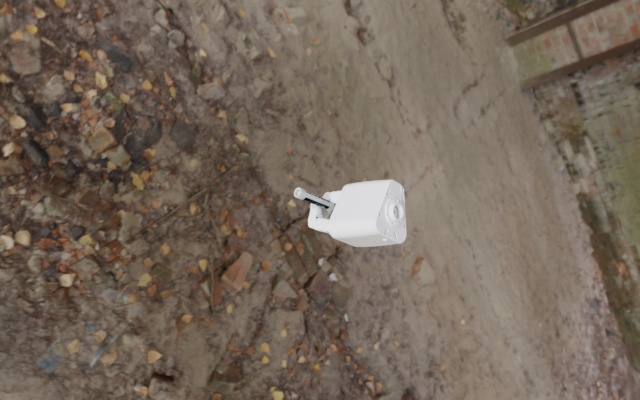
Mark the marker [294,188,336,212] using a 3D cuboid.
[{"bbox_3d":[0.000,0.003,0.898,0.121,0.020,0.020,23,-16,-41],"label":"marker"}]
